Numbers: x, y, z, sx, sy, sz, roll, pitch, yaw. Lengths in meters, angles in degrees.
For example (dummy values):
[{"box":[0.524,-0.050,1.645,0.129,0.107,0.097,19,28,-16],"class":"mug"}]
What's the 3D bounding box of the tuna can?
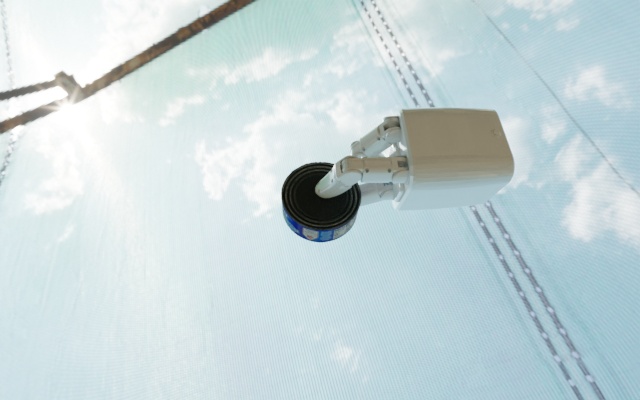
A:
[{"box":[0.000,0.002,0.521,0.086,0.086,0.034,0,-31,-4],"class":"tuna can"}]
